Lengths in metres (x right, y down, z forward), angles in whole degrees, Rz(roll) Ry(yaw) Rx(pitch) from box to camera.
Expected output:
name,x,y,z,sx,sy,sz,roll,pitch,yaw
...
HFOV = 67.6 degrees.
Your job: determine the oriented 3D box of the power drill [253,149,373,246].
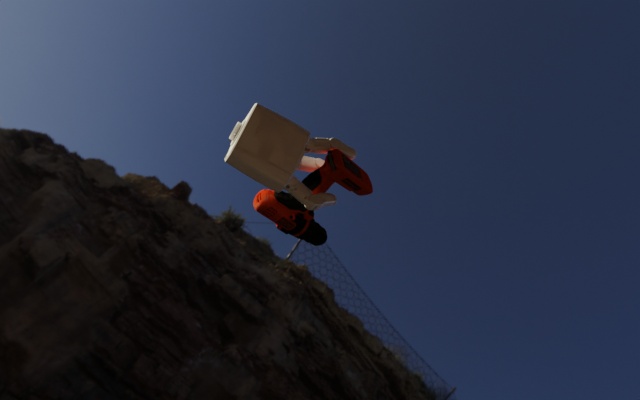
name,x,y,z,sx,sy,sz,roll,pitch,yaw
power drill,0.000,0.002,0.874,0.188,0.057,0.184,-36,-46,22
